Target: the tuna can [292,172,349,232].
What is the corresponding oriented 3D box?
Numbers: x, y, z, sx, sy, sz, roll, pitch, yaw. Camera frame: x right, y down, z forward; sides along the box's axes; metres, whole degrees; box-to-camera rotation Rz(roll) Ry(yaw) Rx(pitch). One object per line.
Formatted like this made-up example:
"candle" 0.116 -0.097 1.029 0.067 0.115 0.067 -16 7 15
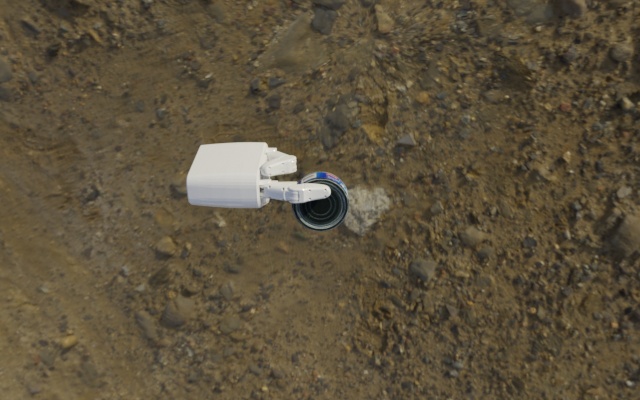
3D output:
"tuna can" 0.000 0.003 0.711 0.086 0.086 0.033 0 19 0
